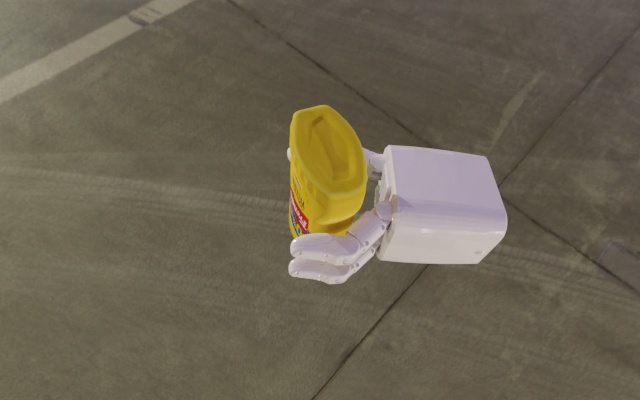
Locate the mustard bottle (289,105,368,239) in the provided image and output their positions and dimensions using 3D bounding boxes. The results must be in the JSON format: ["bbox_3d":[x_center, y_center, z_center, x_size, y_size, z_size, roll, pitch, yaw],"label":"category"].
[{"bbox_3d":[0.000,0.001,0.472,0.058,0.096,0.192,-17,-26,-13],"label":"mustard bottle"}]
